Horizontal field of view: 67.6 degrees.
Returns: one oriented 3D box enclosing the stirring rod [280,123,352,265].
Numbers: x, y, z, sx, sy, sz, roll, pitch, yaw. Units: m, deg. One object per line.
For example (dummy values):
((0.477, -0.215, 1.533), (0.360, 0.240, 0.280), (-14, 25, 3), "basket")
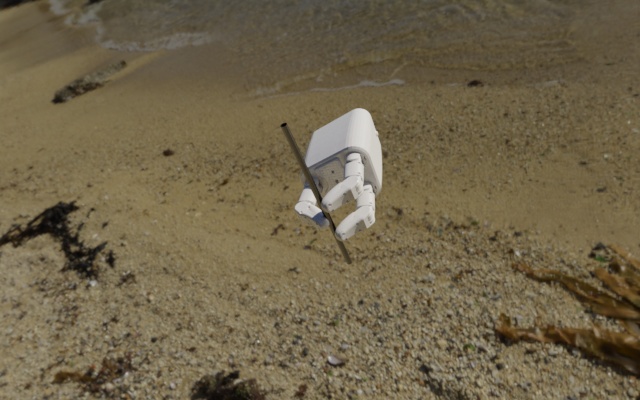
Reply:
((0.000, 0.002, 0.604), (0.011, 0.240, 0.011), (-15, 39, 13), "stirring rod")
